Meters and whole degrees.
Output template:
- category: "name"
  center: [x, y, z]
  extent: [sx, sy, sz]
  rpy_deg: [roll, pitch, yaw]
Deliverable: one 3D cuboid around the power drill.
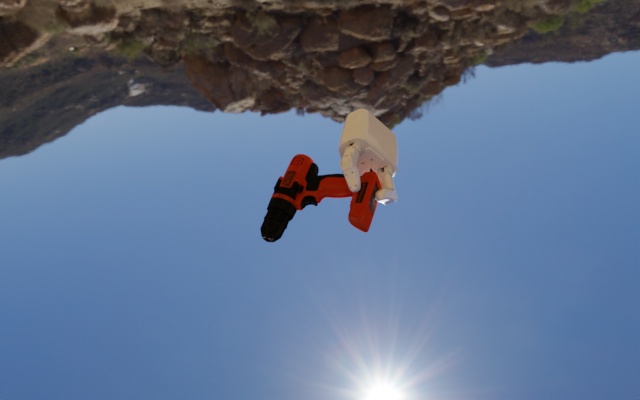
- category: "power drill"
  center: [0.001, 0.003, 0.835]
  extent: [0.187, 0.184, 0.057]
  rpy_deg: [9, -30, 23]
